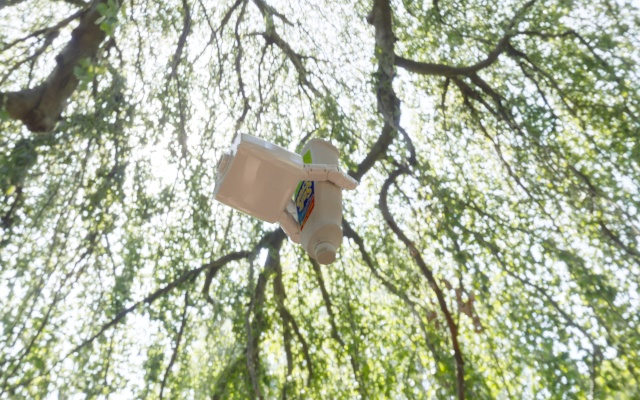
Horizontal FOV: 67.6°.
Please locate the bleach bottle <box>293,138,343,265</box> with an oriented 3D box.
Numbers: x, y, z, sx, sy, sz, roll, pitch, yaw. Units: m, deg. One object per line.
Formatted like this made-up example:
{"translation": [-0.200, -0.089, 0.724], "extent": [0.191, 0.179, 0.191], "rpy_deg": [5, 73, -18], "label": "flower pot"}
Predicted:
{"translation": [0.000, 0.003, 0.781], "extent": [0.068, 0.103, 0.250], "rpy_deg": [23, 30, -22], "label": "bleach bottle"}
